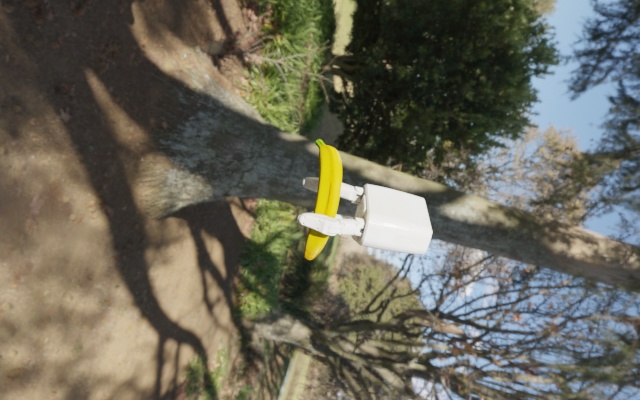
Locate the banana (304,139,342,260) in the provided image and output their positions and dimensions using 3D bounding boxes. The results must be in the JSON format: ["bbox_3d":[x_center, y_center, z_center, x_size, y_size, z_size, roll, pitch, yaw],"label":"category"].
[{"bbox_3d":[0.006,-0.001,0.754,0.037,0.198,0.069,8,-4,-17],"label":"banana"}]
